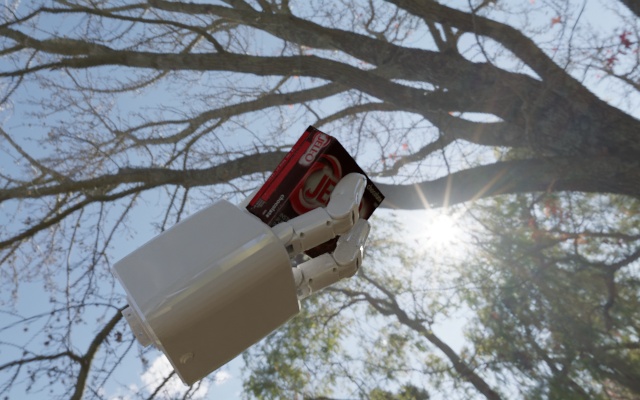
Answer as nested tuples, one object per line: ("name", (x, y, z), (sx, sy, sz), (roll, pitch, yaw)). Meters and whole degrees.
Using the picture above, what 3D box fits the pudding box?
("pudding box", (0.000, 0.001, 0.423), (0.039, 0.090, 0.113), (36, -4, 37))
